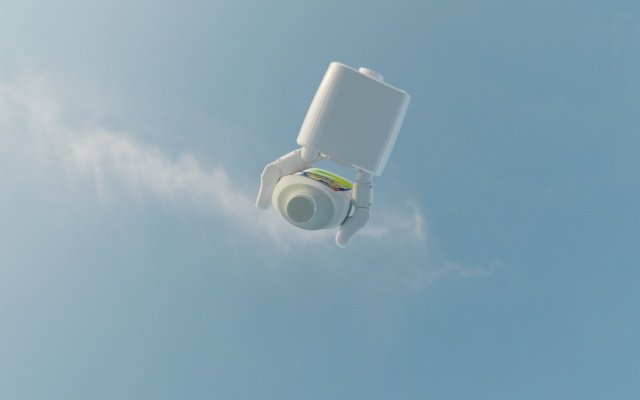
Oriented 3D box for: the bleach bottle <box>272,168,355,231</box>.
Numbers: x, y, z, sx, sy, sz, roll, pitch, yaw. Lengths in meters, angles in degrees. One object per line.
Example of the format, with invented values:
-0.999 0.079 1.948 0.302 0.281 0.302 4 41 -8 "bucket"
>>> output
0.000 0.002 0.610 0.102 0.068 0.251 24 7 3 "bleach bottle"
